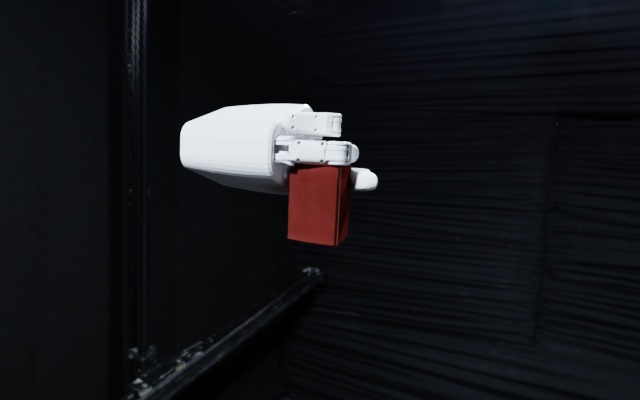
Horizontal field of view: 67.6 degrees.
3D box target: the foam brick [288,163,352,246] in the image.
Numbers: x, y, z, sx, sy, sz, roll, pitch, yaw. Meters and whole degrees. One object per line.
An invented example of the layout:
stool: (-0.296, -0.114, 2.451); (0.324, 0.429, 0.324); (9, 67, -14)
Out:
foam brick: (0.000, 0.002, 0.484); (0.051, 0.078, 0.053); (4, 7, 15)
